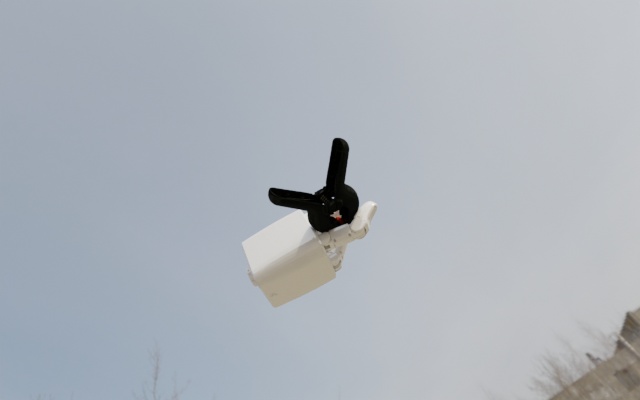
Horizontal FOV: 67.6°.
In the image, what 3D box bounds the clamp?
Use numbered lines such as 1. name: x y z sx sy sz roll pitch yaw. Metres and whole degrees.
1. clamp: 0.000 0.002 0.650 0.120 0.039 0.172 -28 -42 -6
